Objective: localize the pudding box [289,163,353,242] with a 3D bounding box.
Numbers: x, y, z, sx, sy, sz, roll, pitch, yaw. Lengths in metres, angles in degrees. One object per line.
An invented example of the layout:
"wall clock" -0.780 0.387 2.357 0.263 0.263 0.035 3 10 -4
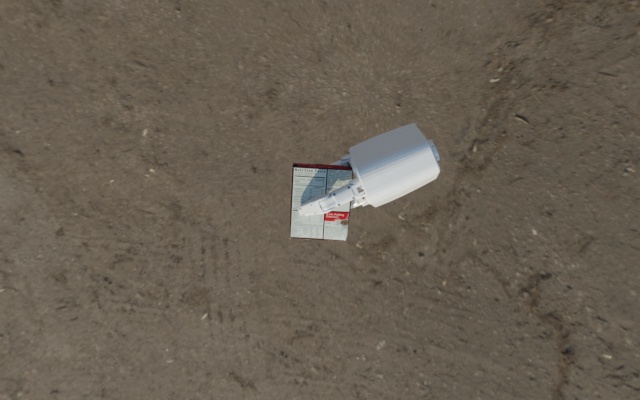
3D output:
"pudding box" 0.000 0.002 0.707 0.090 0.113 0.039 4 11 1
